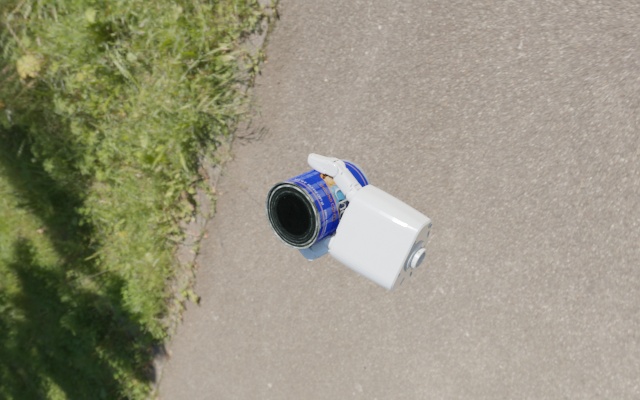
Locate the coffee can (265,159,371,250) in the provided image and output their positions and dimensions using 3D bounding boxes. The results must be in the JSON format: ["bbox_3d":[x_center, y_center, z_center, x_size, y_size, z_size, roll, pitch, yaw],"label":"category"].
[{"bbox_3d":[0.000,0.002,0.730,0.103,0.103,0.140,0,17,39],"label":"coffee can"}]
